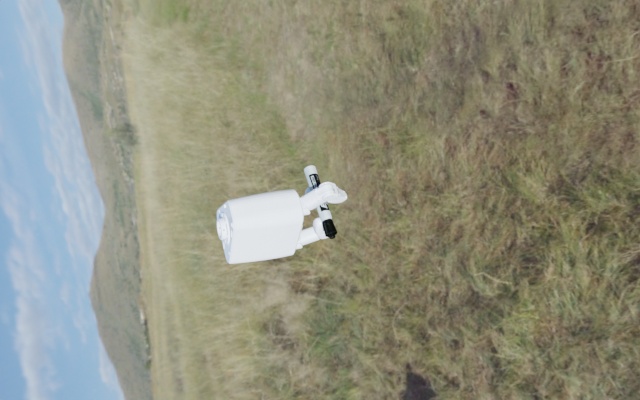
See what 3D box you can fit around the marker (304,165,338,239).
[{"bbox_3d":[0.000,0.002,0.722,0.020,0.121,0.020,-16,-23,-7],"label":"marker"}]
